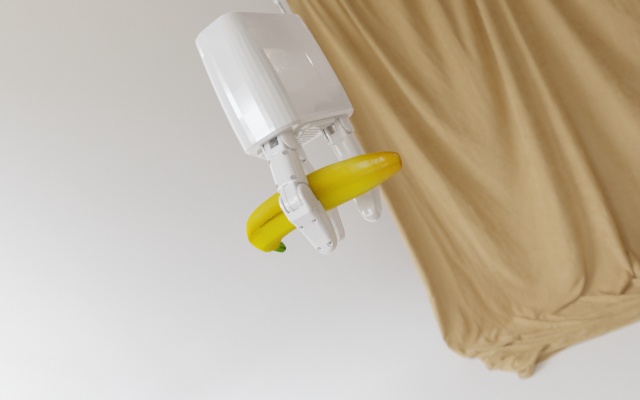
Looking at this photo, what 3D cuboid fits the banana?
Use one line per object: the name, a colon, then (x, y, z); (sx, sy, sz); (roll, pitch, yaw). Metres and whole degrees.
banana: (-0.016, 0.006, 0.423); (0.069, 0.037, 0.198); (-11, -16, -41)
